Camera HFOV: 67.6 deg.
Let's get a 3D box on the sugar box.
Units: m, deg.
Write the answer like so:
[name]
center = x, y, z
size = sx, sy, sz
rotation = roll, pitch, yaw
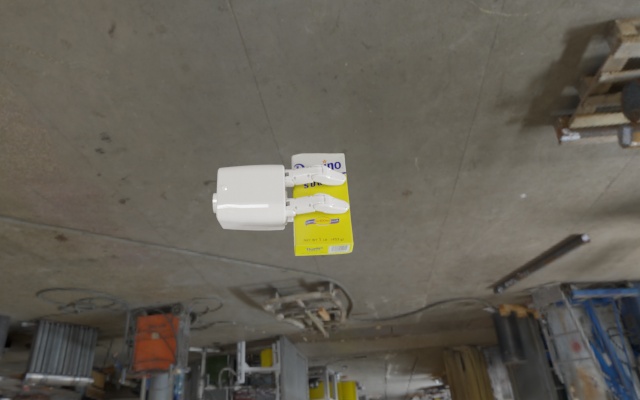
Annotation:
[sugar box]
center = 0.000, 0.002, 0.792
size = 0.093, 0.176, 0.048
rotation = -2, -29, -5
